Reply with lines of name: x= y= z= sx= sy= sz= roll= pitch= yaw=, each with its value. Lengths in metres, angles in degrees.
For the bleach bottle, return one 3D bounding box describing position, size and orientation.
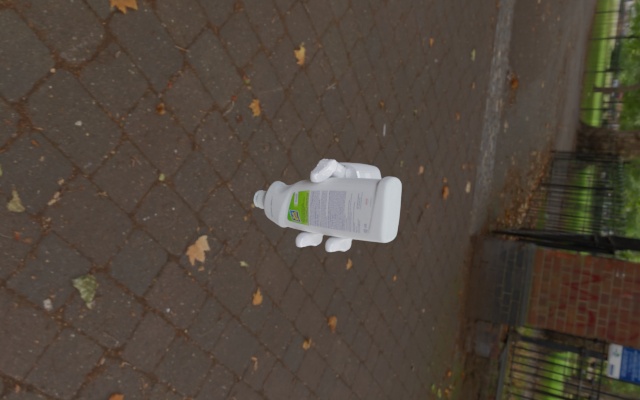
bleach bottle: x=0.000 y=0.003 z=0.773 sx=0.251 sy=0.102 sz=0.068 roll=7 pitch=6 yaw=30
